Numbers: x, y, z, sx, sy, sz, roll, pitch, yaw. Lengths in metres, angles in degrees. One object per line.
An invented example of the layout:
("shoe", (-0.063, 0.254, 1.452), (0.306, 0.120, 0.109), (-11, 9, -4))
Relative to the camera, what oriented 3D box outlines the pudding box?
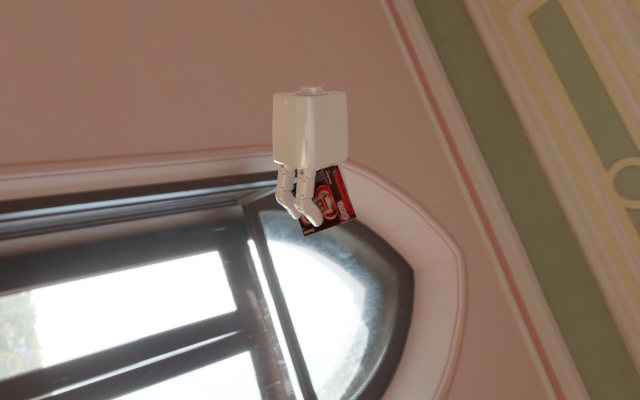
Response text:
("pudding box", (0.000, 0.002, 0.772), (0.039, 0.090, 0.113), (-16, -5, -34))
